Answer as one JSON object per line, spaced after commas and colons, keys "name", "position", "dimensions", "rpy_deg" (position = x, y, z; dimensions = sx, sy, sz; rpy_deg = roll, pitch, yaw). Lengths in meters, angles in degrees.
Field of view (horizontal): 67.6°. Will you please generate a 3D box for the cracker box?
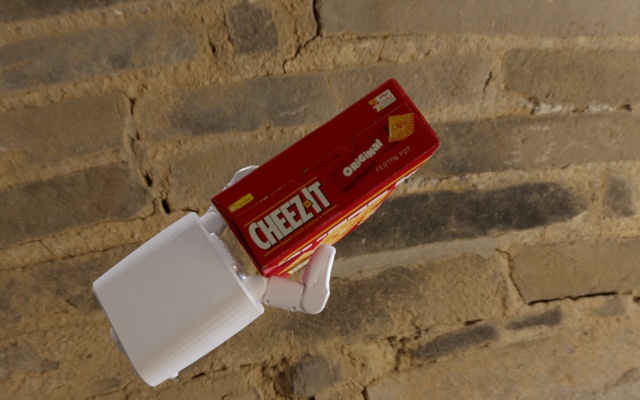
{"name": "cracker box", "position": [0.000, 0.001, 0.438], "dimensions": [0.164, 0.072, 0.214], "rpy_deg": [-36, -7, -11]}
